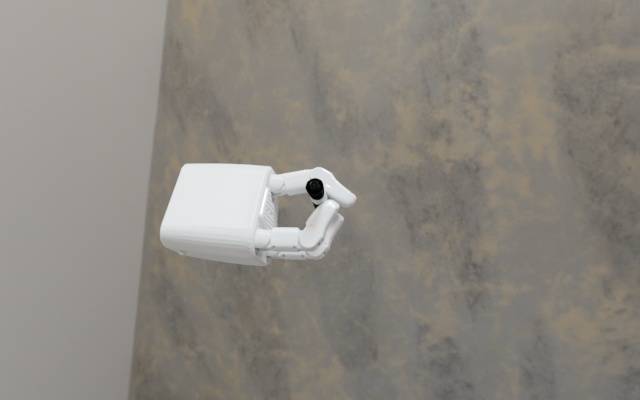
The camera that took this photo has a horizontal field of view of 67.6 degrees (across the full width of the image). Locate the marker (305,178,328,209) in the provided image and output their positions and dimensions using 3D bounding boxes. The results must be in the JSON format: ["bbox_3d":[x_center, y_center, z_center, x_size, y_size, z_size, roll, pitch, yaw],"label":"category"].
[{"bbox_3d":[0.000,0.002,0.532,0.020,0.020,0.121,0,-16,7],"label":"marker"}]
